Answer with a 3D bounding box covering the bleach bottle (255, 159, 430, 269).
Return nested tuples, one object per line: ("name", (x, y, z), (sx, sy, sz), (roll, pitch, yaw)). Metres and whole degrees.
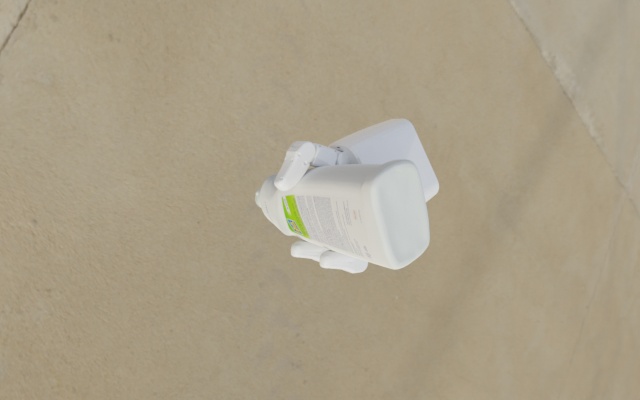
("bleach bottle", (0.000, 0.002, 0.530), (0.068, 0.103, 0.251), (-28, 23, -32))
